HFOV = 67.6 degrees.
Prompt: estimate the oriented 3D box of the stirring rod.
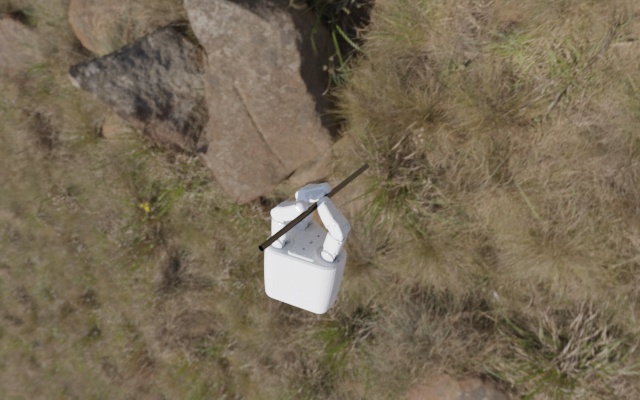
[{"bbox_3d":[0.000,0.002,0.644,0.011,0.011,0.239,0,27,41],"label":"stirring rod"}]
